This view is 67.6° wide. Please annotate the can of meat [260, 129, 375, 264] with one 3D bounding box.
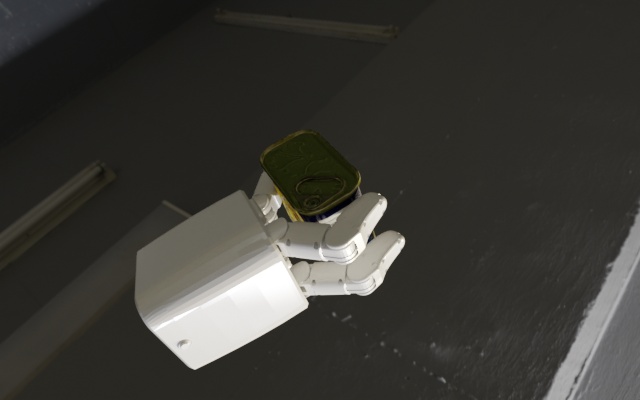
[{"bbox_3d":[0.000,0.001,0.409,0.057,0.084,0.102,-31,43,-10],"label":"can of meat"}]
